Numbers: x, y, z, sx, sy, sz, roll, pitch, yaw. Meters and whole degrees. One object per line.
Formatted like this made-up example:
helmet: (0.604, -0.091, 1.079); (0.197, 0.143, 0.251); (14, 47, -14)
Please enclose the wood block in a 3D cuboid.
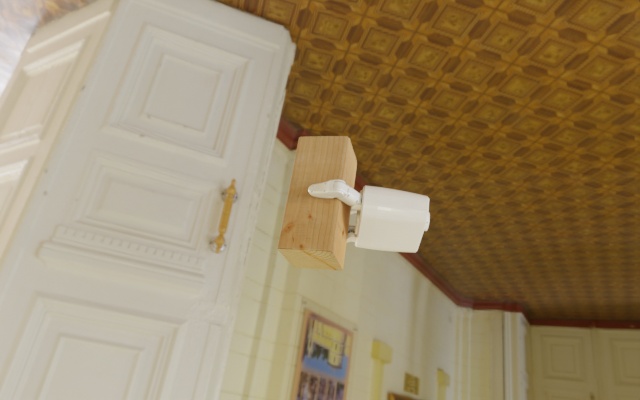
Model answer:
wood block: (0.000, 0.003, 0.800); (0.090, 0.206, 0.091); (2, -26, 16)
